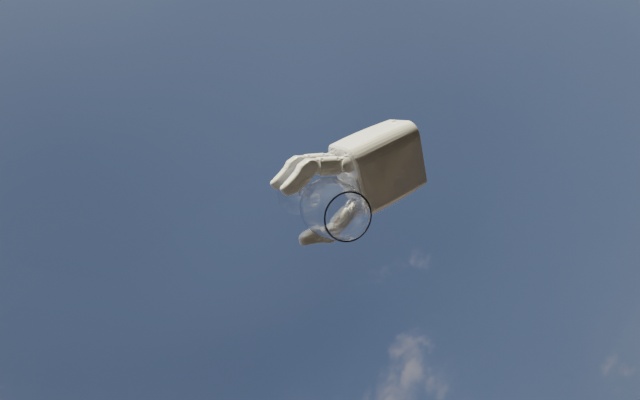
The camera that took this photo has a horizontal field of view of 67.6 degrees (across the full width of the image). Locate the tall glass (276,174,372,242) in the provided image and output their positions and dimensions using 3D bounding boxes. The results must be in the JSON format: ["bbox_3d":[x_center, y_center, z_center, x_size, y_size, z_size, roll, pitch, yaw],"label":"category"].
[{"bbox_3d":[0.000,0.002,0.655,0.079,0.079,0.201,0,10,-20],"label":"tall glass"}]
